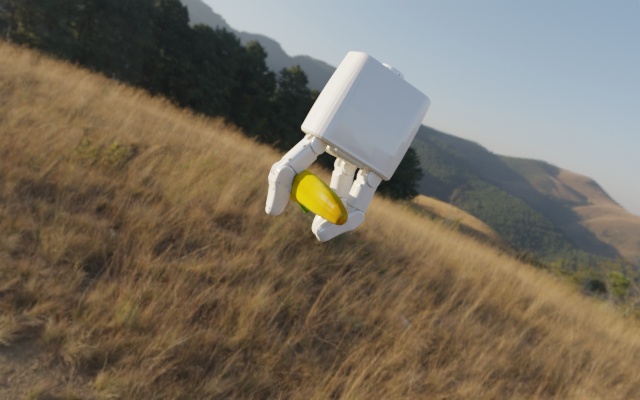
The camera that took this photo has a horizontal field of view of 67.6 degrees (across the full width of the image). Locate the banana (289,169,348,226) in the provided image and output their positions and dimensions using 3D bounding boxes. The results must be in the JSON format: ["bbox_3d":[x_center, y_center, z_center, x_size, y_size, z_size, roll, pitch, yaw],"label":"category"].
[{"bbox_3d":[-0.014,-0.011,0.565,0.069,0.037,0.198,42,-4,-11],"label":"banana"}]
